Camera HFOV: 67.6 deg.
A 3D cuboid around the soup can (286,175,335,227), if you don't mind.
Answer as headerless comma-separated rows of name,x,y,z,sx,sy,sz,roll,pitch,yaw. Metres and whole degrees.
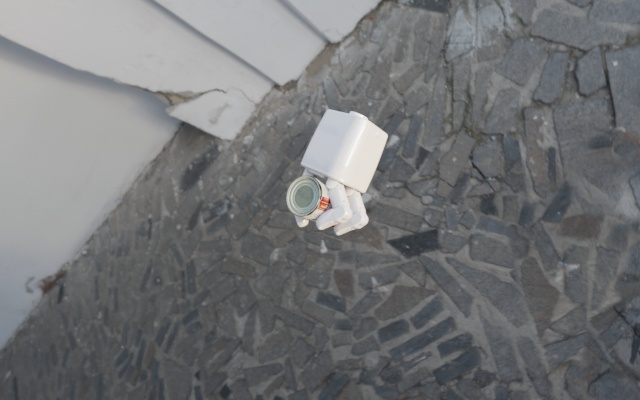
soup can,0.000,0.003,0.781,0.068,0.068,0.102,0,-12,33
